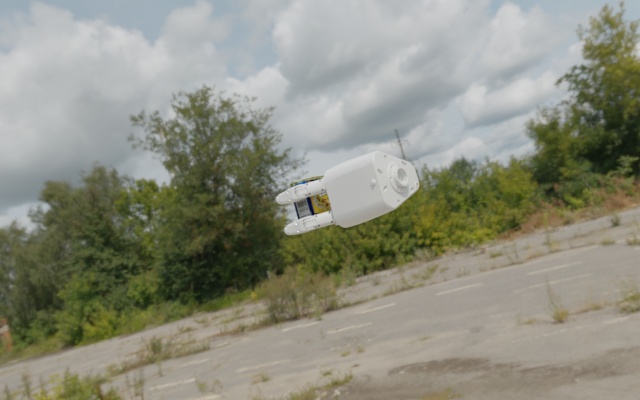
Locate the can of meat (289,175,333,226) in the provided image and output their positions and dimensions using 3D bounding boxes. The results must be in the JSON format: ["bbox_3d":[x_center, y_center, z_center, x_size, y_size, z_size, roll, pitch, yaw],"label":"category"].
[{"bbox_3d":[0.000,0.002,0.837,0.102,0.084,0.057,-10,-8,-42],"label":"can of meat"}]
